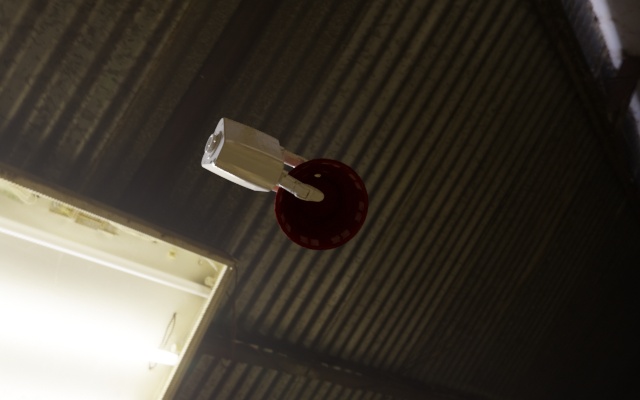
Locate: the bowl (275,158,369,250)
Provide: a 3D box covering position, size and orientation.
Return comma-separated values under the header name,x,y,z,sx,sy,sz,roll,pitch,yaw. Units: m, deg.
name,x,y,z,sx,sy,sz,roll,pitch,yaw
bowl,0.001,0.003,0.839,0.162,0.162,0.055,0,13,-6
